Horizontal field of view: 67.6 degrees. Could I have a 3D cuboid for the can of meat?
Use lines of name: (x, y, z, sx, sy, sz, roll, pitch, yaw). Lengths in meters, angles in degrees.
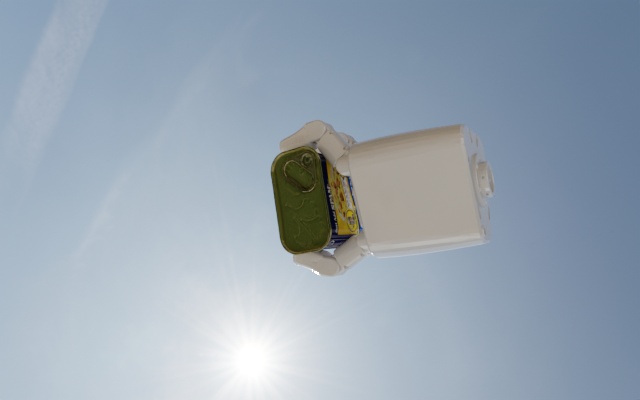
can of meat: (0.000, 0.002, 0.491, 0.057, 0.102, 0.084, -14, -9, 29)
